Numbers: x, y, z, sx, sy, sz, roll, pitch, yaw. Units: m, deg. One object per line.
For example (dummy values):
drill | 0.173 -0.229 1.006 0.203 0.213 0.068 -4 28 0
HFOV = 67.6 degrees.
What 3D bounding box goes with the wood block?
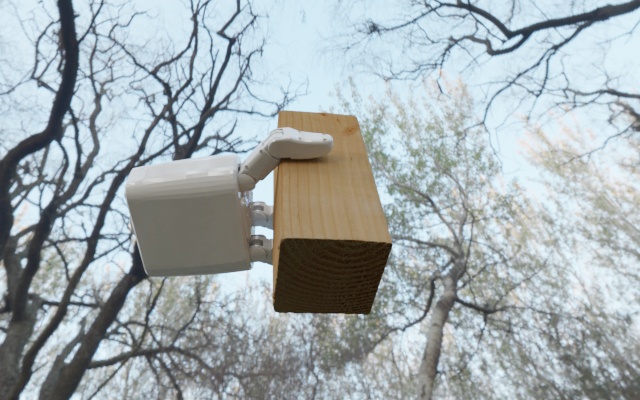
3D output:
wood block | 0.000 0.001 0.471 0.090 0.091 0.206 3 38 -8
